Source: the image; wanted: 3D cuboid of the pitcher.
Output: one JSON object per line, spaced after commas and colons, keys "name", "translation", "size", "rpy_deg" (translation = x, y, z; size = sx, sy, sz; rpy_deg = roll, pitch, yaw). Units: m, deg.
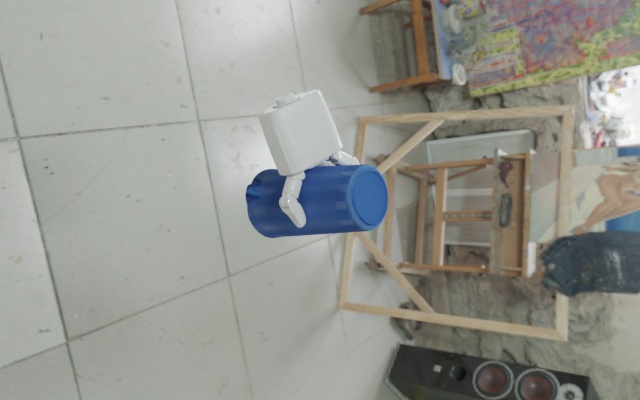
{"name": "pitcher", "translation": [0.000, 0.003, 0.846], "size": [0.243, 0.145, 0.149], "rpy_deg": [-3, 25, 42]}
